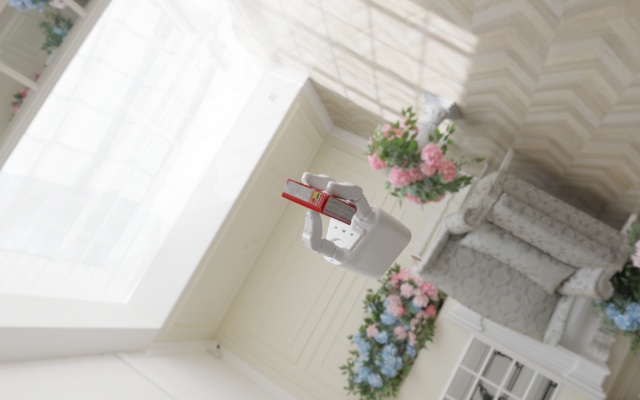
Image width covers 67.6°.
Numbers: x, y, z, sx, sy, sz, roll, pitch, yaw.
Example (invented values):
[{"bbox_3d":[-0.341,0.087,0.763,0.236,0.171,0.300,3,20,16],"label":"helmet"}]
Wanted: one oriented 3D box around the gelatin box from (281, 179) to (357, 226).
[{"bbox_3d":[0.000,0.003,0.674,0.073,0.030,0.089,23,0,34],"label":"gelatin box"}]
